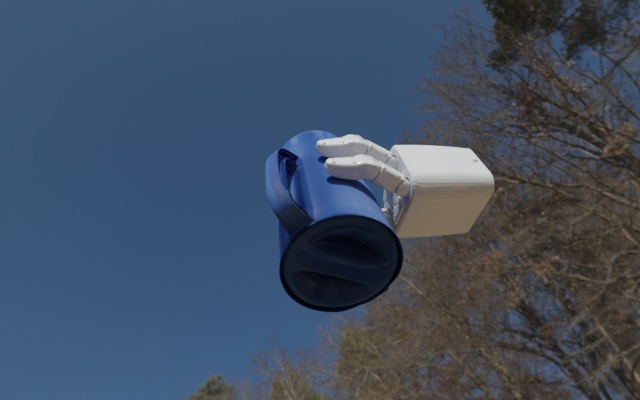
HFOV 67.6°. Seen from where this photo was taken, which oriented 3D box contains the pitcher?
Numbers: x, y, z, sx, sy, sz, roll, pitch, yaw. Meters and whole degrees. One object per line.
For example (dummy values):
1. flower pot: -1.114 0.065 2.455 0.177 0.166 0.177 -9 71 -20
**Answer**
1. pitcher: 0.000 0.002 0.591 0.145 0.149 0.242 -1 33 -10
